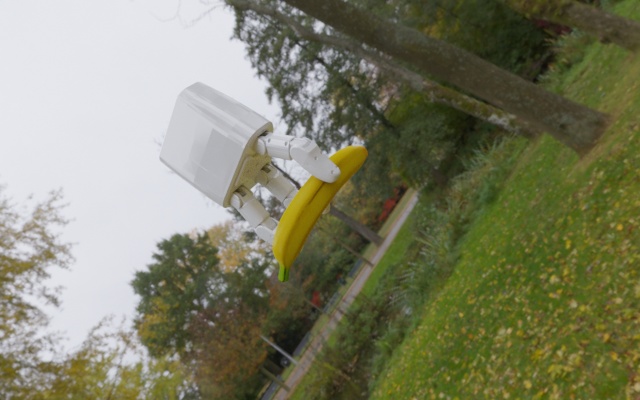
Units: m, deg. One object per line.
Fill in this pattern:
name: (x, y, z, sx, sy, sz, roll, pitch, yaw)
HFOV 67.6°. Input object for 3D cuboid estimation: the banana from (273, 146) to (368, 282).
banana: (-0.002, -0.003, 0.548, 0.037, 0.197, 0.070, 30, -21, 13)
